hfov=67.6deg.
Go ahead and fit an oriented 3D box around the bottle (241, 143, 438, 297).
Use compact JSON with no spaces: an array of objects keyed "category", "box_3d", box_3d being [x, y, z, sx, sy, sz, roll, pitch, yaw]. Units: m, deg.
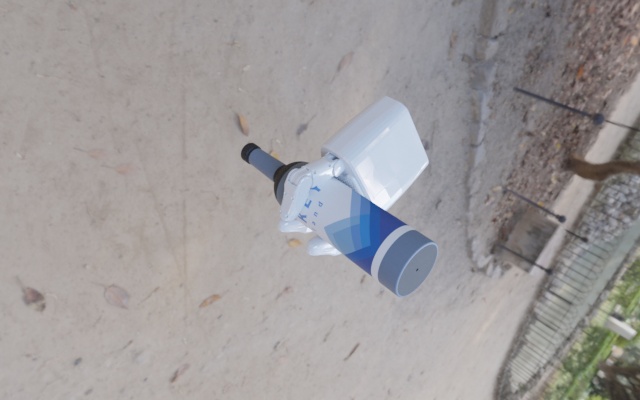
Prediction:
[{"category":"bottle","box_3d":[0.000,0.002,0.566,0.295,0.069,0.069,35,22,36]}]
